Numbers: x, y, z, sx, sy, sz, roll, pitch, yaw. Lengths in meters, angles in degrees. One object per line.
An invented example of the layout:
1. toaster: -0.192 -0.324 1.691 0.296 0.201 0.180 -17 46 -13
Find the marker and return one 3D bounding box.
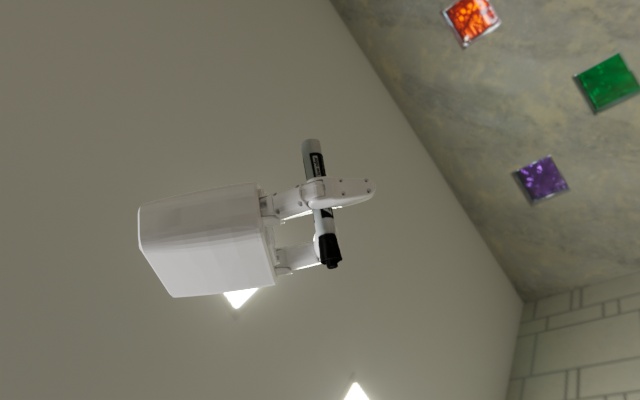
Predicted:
1. marker: 0.000 0.001 0.420 0.020 0.121 0.020 -9 -23 -4
